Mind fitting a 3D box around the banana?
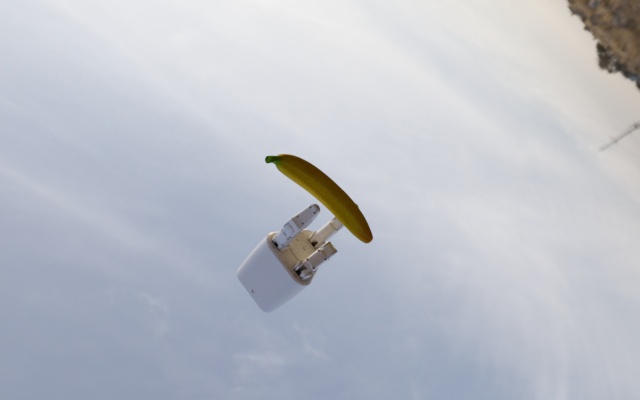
[{"bbox_3d":[0.002,-0.010,0.706,0.037,0.198,0.069,-44,14,34],"label":"banana"}]
